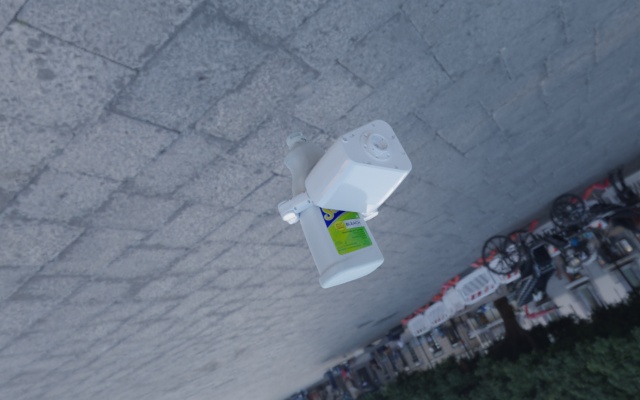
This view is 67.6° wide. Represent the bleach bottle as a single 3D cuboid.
[{"bbox_3d":[0.000,0.002,0.740,0.102,0.250,0.068,-11,-25,-34],"label":"bleach bottle"}]
